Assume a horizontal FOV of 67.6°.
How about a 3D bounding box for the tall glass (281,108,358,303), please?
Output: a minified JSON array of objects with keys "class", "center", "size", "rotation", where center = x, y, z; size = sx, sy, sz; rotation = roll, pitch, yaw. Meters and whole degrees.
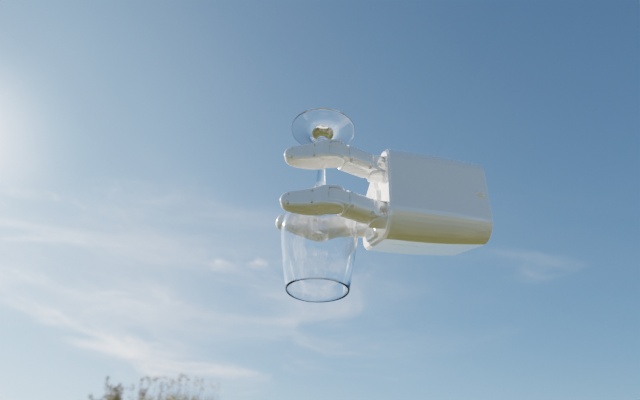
[{"class":"tall glass","center":[0.000,0.001,0.504],"size":[0.079,0.201,0.079],"rotation":[2,-32,1]}]
